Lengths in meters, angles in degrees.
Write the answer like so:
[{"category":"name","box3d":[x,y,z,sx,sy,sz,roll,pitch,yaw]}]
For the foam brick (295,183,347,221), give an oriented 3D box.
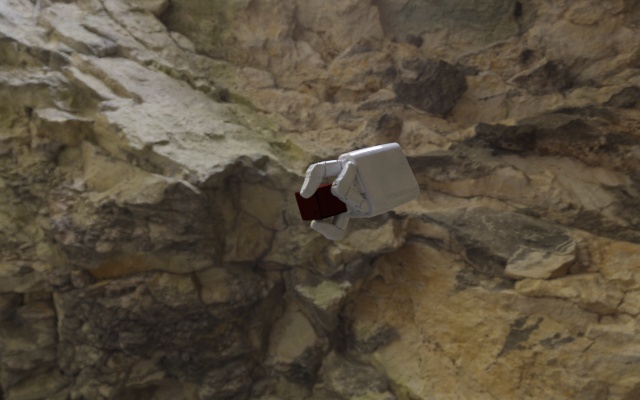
[{"category":"foam brick","box3d":[0.000,0.003,0.810,0.051,0.053,0.078,-17,6,-27]}]
